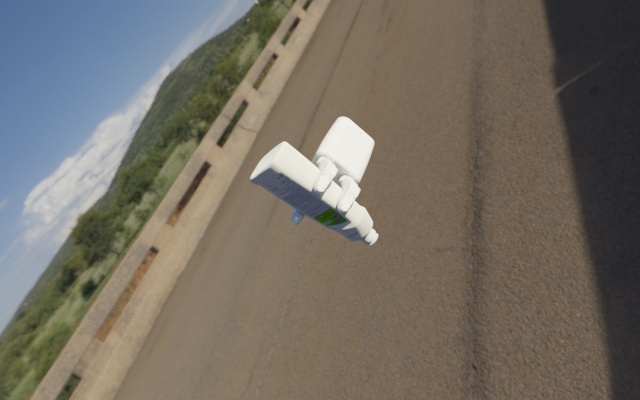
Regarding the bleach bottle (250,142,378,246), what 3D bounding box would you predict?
[{"bbox_3d":[0.000,0.003,0.870,0.251,0.068,0.102,38,-35,-18],"label":"bleach bottle"}]
